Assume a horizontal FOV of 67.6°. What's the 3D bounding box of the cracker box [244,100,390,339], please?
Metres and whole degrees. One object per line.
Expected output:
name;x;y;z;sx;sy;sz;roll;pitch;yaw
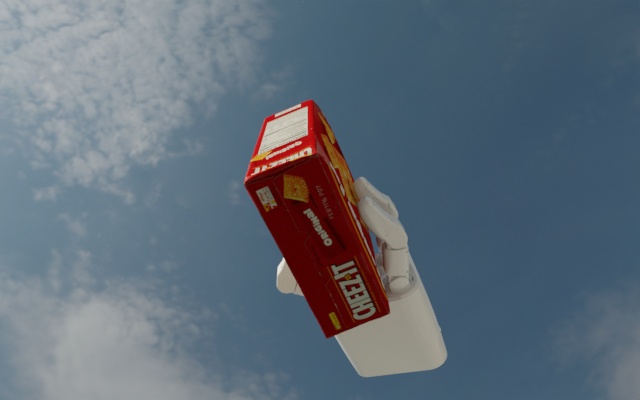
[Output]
cracker box;0.000;0.002;0.483;0.072;0.164;0.213;-23;22;7
